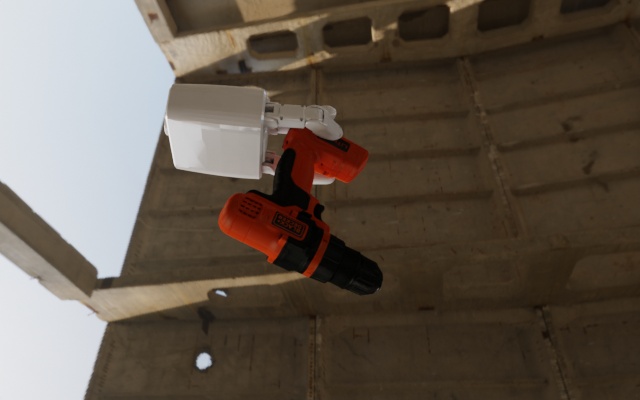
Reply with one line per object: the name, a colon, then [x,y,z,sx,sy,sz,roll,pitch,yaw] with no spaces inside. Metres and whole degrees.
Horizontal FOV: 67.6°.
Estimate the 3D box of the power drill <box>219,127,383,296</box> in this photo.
power drill: [0.000,0.001,0.543,0.184,0.187,0.057,28,-44,-8]
